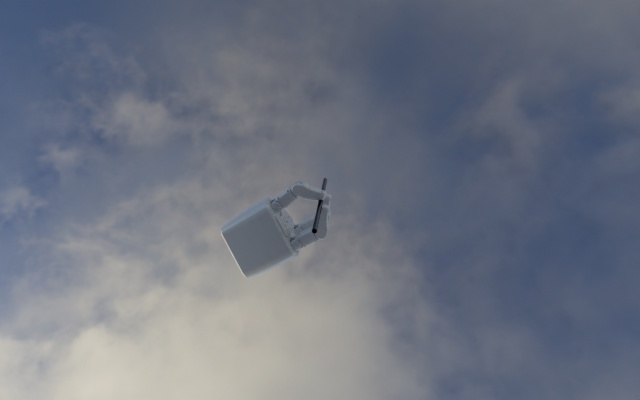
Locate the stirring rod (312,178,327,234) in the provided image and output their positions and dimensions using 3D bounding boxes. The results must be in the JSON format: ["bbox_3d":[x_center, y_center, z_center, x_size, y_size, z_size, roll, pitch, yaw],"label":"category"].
[{"bbox_3d":[0.000,0.003,0.823,0.011,0.011,0.239,0,21,5],"label":"stirring rod"}]
